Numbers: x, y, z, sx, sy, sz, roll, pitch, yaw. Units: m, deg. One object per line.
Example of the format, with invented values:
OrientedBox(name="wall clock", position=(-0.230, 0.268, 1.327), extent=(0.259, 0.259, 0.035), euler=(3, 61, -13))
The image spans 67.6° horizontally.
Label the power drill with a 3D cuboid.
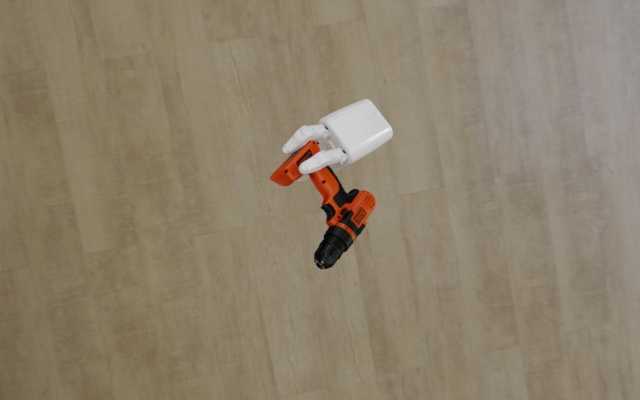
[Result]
OrientedBox(name="power drill", position=(0.000, 0.002, 0.840), extent=(0.057, 0.188, 0.184), euler=(-23, 23, 49))
